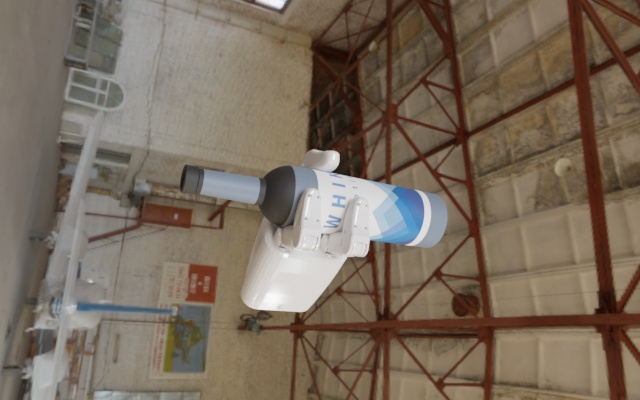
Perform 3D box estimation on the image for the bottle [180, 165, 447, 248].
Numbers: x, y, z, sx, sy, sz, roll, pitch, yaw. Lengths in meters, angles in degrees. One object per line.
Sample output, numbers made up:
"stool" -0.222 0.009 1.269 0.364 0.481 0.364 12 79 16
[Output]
"bottle" 0.000 0.002 0.518 0.296 0.069 0.069 10 -4 -24
